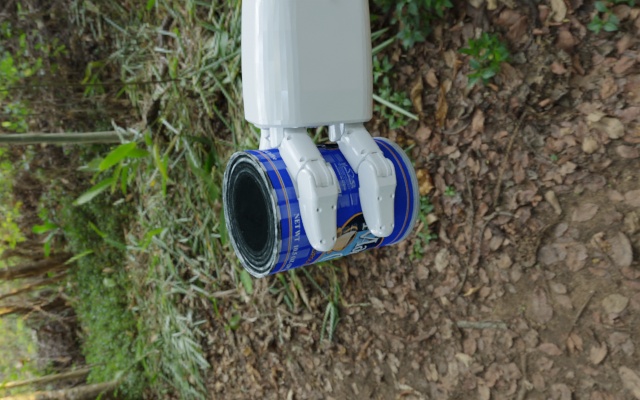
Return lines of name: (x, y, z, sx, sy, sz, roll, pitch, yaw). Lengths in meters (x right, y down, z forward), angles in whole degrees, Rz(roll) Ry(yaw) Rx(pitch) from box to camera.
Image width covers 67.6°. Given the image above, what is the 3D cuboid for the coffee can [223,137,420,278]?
coffee can: (0.000, 0.002, 0.417, 0.140, 0.103, 0.103, -10, 5, -32)
